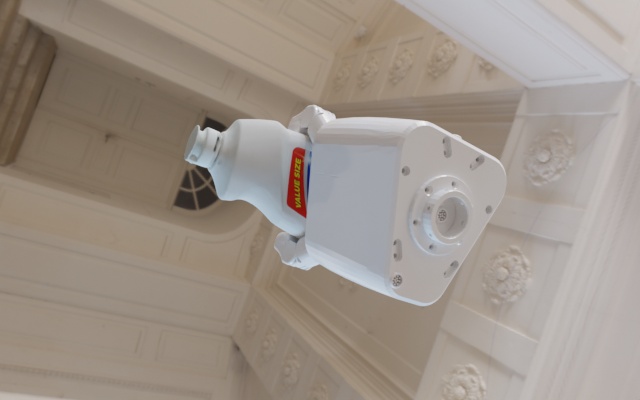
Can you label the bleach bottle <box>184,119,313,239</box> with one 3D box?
[{"bbox_3d":[0.000,0.001,0.431,0.251,0.102,0.068,20,-1,-28],"label":"bleach bottle"}]
